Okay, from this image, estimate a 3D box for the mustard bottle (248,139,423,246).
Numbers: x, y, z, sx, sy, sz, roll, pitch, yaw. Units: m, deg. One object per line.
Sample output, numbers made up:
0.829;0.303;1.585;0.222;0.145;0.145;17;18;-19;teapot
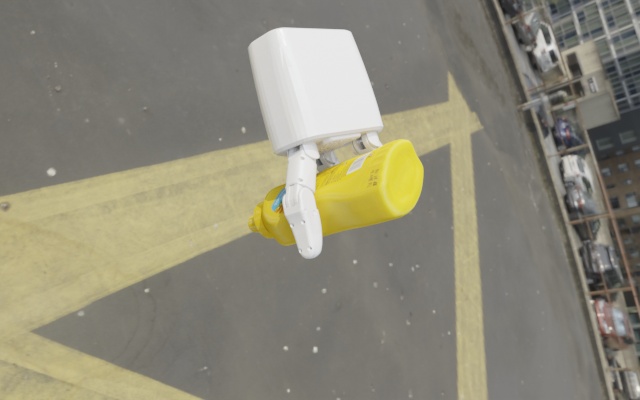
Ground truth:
0.000;0.002;0.469;0.191;0.058;0.096;-18;23;35;mustard bottle
